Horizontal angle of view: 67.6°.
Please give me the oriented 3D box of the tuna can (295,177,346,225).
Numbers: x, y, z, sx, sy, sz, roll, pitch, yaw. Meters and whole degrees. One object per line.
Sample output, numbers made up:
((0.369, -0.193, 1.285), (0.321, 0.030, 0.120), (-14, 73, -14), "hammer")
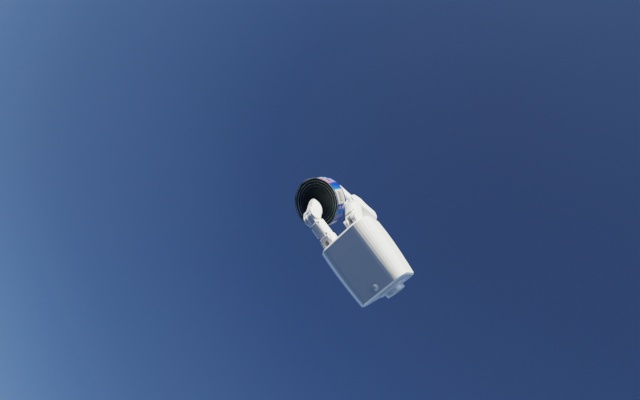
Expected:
((0.000, 0.003, 0.820), (0.086, 0.086, 0.034), (0, 6, 32), "tuna can")
